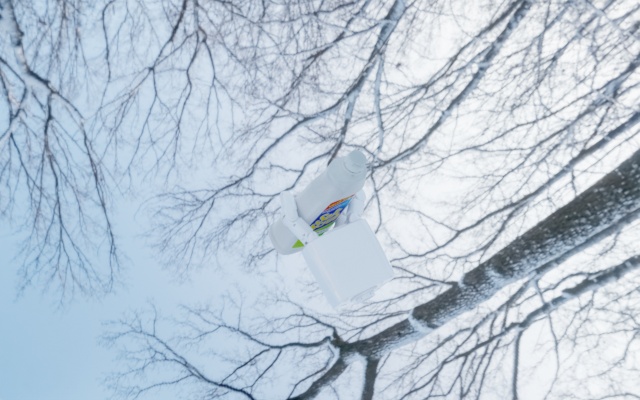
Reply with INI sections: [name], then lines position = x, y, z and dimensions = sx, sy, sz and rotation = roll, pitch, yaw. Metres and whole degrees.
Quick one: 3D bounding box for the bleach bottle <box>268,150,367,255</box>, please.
[bleach bottle]
position = 0.000, 0.003, 0.790
dimensions = 0.102, 0.068, 0.251
rotation = -15, -23, -33
